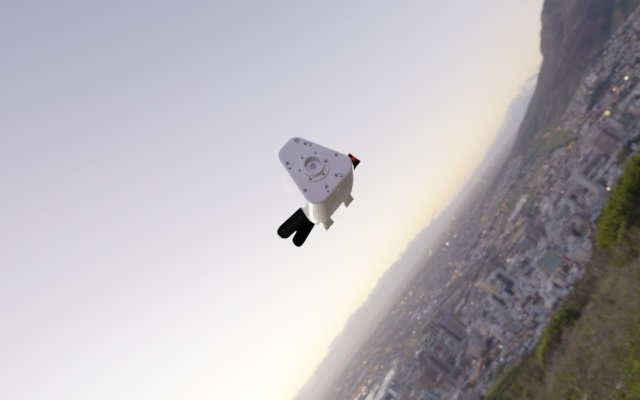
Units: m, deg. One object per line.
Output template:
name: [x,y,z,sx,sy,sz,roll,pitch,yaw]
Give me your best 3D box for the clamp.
clamp: [0.000,0.002,0.895,0.036,0.210,0.164,38,-11,11]
